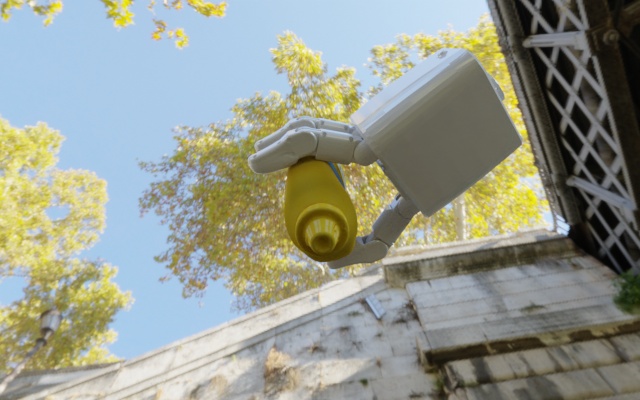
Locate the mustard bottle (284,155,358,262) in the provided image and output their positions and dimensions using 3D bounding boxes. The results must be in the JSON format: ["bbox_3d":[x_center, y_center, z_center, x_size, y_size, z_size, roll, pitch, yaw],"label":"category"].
[{"bbox_3d":[0.000,0.001,0.431,0.058,0.096,0.191,-14,18,3],"label":"mustard bottle"}]
